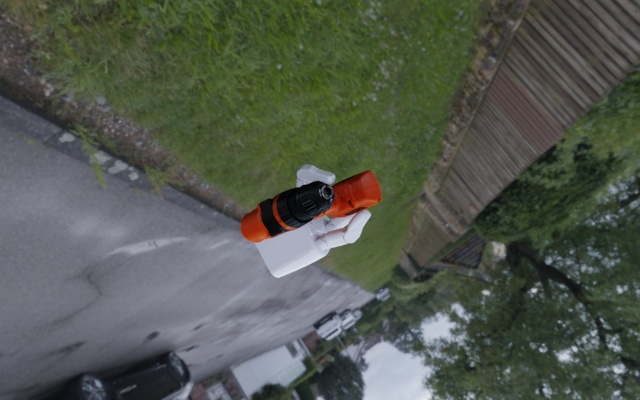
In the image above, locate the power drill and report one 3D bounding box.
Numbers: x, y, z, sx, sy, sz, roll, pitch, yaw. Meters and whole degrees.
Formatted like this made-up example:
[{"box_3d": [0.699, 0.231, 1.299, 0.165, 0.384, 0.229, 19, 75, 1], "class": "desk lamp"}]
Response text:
[{"box_3d": [0.000, 0.002, 0.681, 0.187, 0.057, 0.184, -13, -6, -43], "class": "power drill"}]
